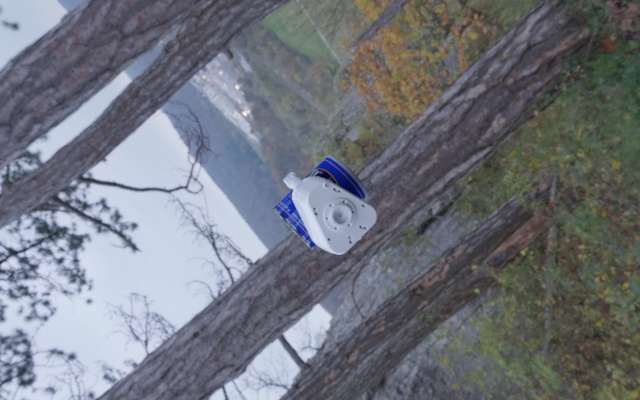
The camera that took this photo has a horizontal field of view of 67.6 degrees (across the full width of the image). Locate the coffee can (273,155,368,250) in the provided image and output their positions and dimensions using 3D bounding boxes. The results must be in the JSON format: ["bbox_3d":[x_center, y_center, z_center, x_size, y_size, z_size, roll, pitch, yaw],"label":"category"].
[{"bbox_3d":[0.000,0.003,0.854,0.140,0.103,0.103,-44,6,-7],"label":"coffee can"}]
